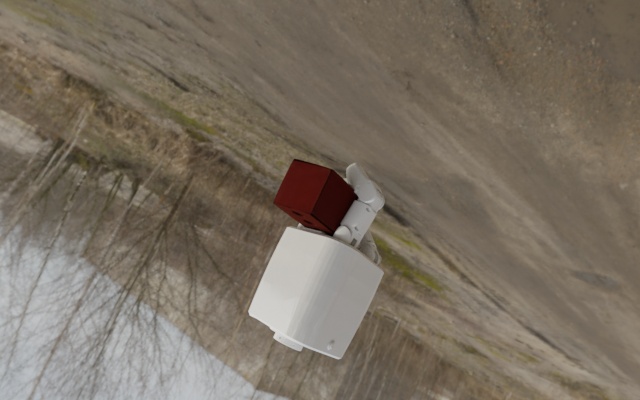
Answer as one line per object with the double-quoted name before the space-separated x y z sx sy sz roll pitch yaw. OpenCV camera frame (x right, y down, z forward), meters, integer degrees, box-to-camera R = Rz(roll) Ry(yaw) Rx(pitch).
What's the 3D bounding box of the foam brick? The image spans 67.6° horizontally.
"foam brick" 0.000 0.001 0.491 0.053 0.051 0.078 17 -15 38
